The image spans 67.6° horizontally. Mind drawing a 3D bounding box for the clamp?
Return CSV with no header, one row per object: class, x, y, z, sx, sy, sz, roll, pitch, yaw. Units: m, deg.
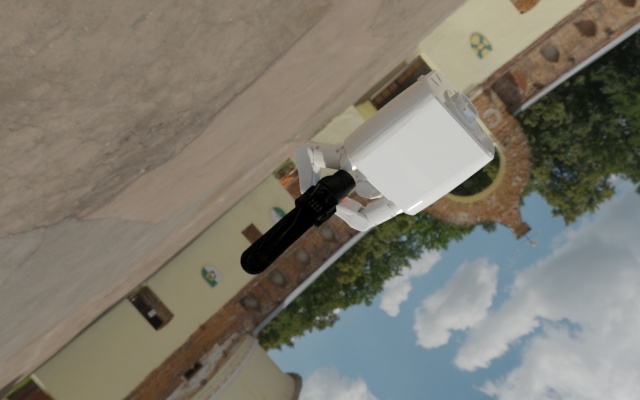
clamp,0.000,0.002,0.461,0.120,0.039,0.171,-36,4,31
